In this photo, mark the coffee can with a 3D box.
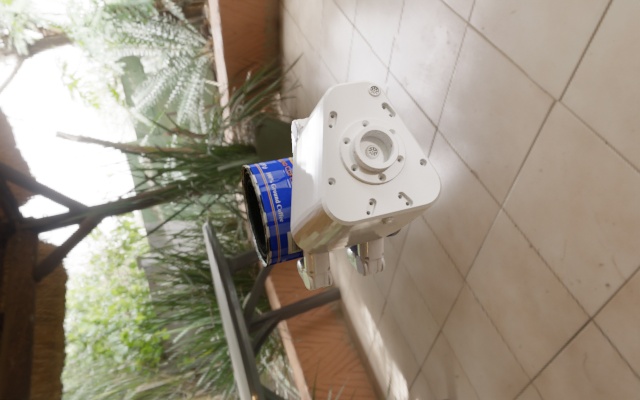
[{"bbox_3d":[0.000,0.002,0.486,0.140,0.103,0.103,-12,3,-16],"label":"coffee can"}]
